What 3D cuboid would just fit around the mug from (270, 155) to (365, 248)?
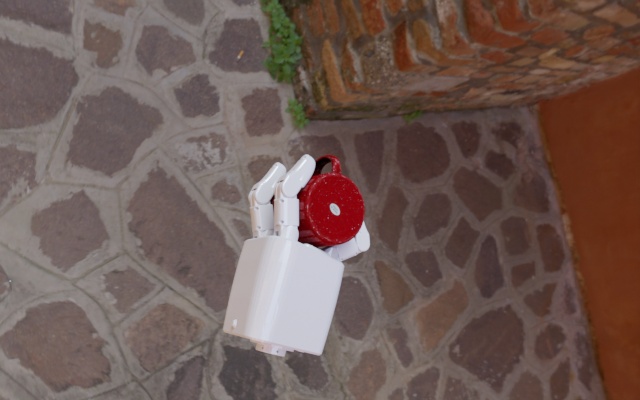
[{"bbox_3d":[0.001,0.000,0.562,0.093,0.117,0.081,22,-18,-28],"label":"mug"}]
